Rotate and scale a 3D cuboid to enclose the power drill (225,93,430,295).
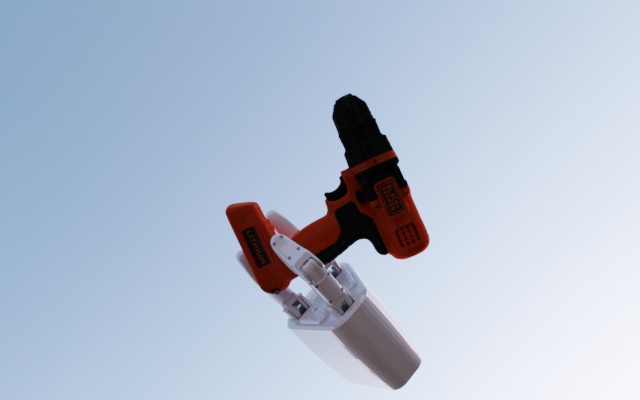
[{"bbox_3d":[0.000,0.002,0.505,0.187,0.184,0.057,-25,-3,3],"label":"power drill"}]
